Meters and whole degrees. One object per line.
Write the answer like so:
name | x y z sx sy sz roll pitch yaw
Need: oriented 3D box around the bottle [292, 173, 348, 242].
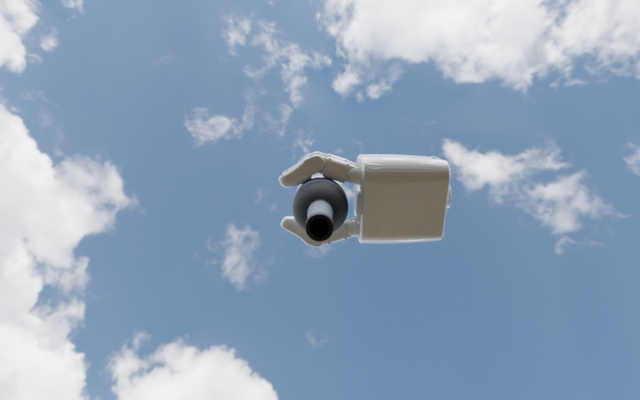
bottle | 0.000 0.002 0.600 0.069 0.069 0.295 0 10 0
